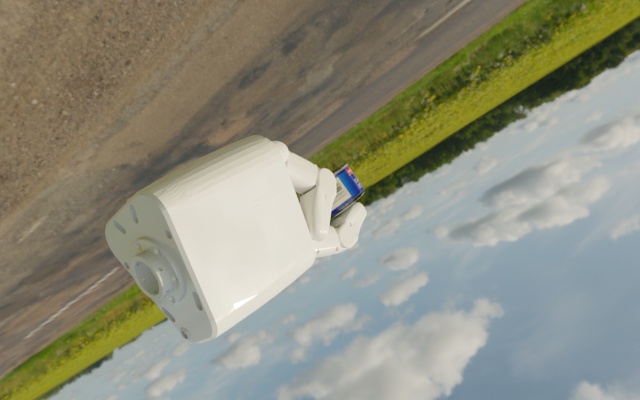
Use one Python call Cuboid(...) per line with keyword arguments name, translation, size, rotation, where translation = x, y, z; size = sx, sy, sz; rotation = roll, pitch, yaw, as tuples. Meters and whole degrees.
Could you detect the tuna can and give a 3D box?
Cuboid(name="tuna can", translation=(0.000, 0.002, 0.463), size=(0.086, 0.034, 0.086), rotation=(-36, 2, 2))
